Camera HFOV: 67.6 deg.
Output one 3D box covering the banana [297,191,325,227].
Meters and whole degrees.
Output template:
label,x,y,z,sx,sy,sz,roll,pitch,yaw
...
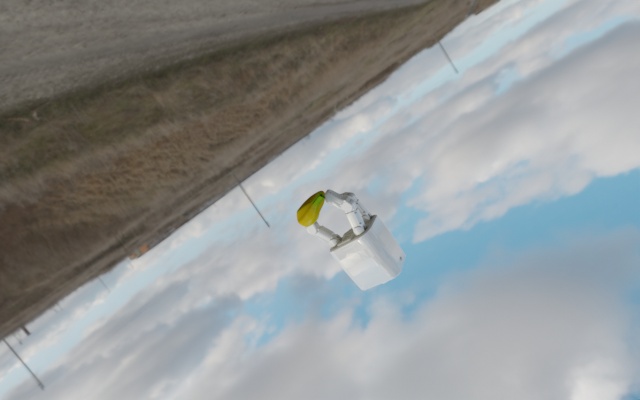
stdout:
label,x,y,z,sx,sy,sz,roll,pitch,yaw
banana,-0.014,0.015,0.875,0.069,0.037,0.198,-41,3,2
